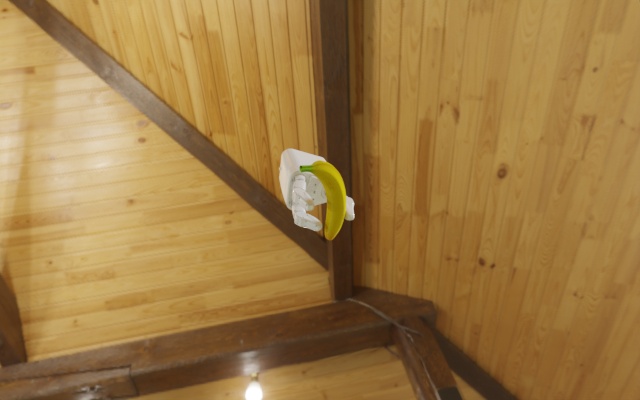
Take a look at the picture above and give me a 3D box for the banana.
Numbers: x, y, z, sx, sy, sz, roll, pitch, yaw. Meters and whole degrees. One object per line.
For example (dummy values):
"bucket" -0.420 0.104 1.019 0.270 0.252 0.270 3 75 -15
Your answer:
"banana" 0.016 -0.007 0.898 0.069 0.198 0.037 -25 40 -5
